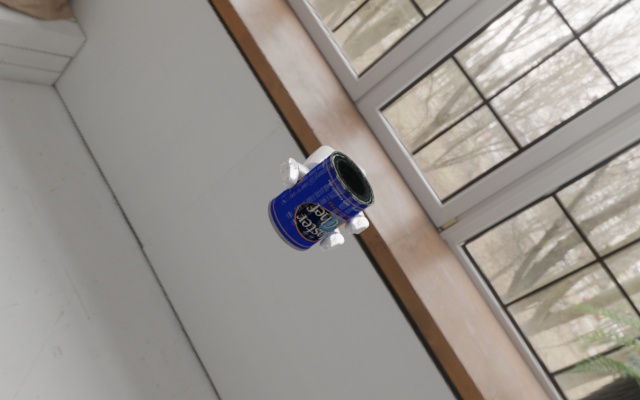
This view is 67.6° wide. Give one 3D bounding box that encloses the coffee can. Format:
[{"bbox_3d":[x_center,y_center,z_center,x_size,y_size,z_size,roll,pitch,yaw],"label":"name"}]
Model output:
[{"bbox_3d":[0.000,0.003,0.762,0.140,0.102,0.103,-36,-17,25],"label":"coffee can"}]
